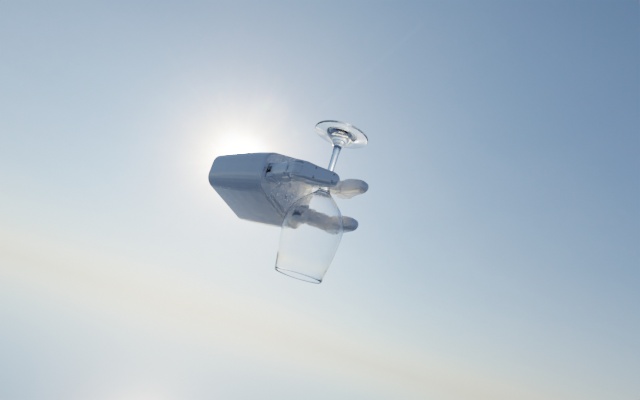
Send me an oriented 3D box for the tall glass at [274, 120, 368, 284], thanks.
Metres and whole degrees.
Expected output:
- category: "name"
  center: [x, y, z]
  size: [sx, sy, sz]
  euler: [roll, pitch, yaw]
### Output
- category: "tall glass"
  center: [0.000, 0.001, 0.616]
  size: [0.079, 0.201, 0.079]
  euler: [15, -17, 5]
